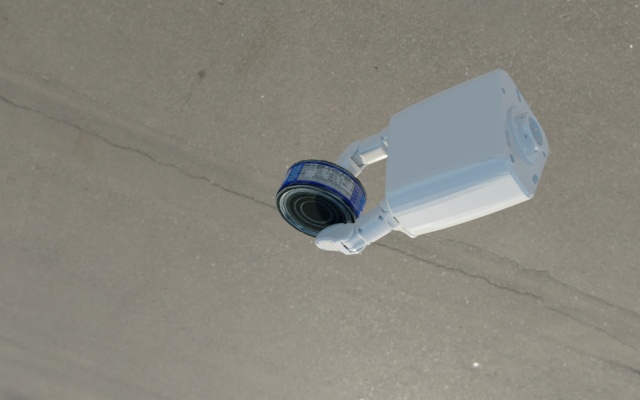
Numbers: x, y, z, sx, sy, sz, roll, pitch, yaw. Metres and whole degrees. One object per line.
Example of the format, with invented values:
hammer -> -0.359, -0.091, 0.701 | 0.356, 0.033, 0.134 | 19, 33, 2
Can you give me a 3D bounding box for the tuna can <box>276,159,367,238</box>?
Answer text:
tuna can -> 0.000, 0.002, 0.468 | 0.086, 0.033, 0.086 | 15, -37, 11
